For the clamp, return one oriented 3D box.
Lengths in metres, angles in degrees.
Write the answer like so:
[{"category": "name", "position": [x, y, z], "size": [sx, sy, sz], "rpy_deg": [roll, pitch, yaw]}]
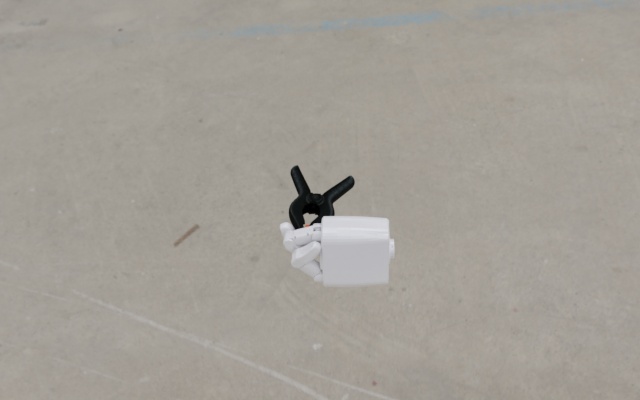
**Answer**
[{"category": "clamp", "position": [0.000, 0.002, 0.840], "size": [0.120, 0.171, 0.039], "rpy_deg": [1, -42, 3]}]
